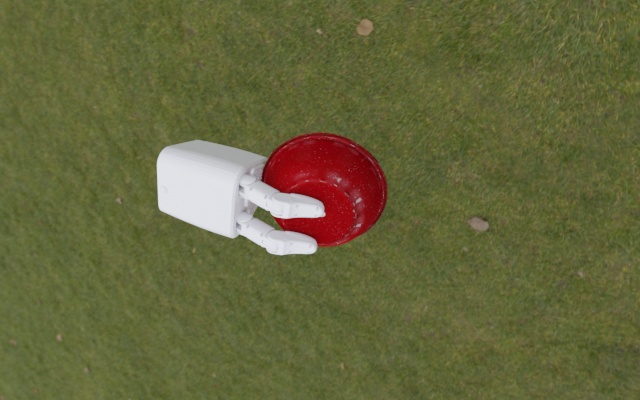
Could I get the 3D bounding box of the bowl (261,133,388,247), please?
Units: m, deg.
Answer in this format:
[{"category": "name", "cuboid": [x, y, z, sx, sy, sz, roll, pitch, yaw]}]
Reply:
[{"category": "bowl", "cuboid": [0.001, 0.002, 0.582, 0.162, 0.162, 0.055, 0, 32, 9]}]
